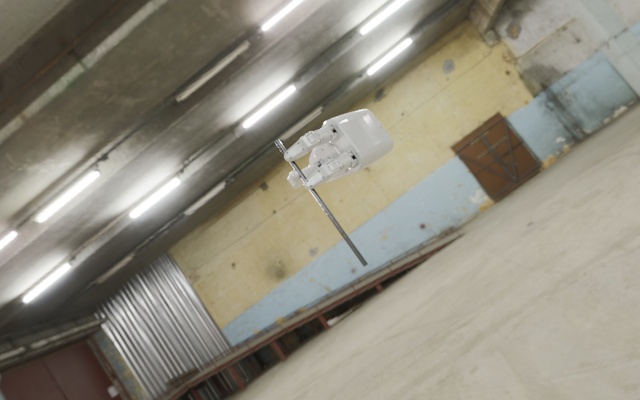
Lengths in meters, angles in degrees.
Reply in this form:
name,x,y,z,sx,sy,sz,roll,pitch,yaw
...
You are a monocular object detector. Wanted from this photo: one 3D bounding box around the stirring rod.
name,x,y,z,sx,sy,sz,roll,pitch,yaw
stirring rod,0.000,0.002,0.744,0.011,0.239,0.011,-35,-7,-5
